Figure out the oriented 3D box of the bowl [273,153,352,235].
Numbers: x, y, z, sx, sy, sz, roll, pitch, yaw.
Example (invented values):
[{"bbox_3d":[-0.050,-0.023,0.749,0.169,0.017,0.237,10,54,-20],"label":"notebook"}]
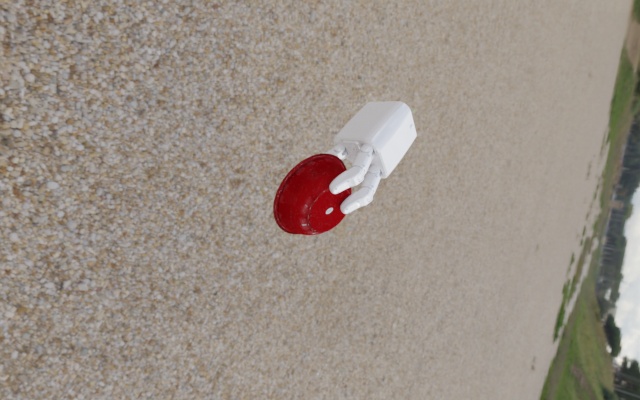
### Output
[{"bbox_3d":[0.000,0.004,0.823,0.162,0.162,0.055,0,29,-43],"label":"bowl"}]
